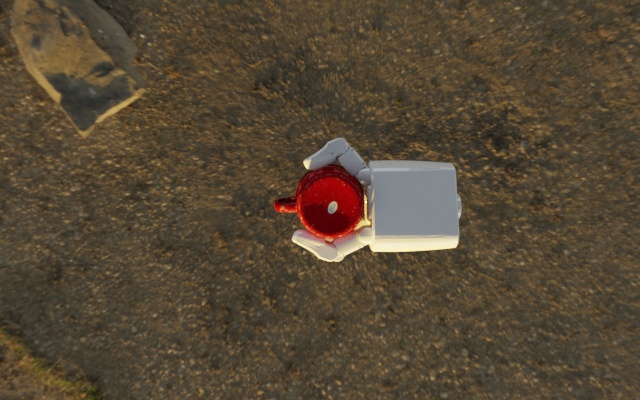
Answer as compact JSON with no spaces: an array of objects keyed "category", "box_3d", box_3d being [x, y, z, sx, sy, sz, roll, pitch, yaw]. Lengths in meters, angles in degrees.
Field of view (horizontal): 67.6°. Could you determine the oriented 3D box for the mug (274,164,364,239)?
[{"category":"mug","box_3d":[-0.001,0.002,0.603,0.117,0.093,0.081,-1,7,0]}]
